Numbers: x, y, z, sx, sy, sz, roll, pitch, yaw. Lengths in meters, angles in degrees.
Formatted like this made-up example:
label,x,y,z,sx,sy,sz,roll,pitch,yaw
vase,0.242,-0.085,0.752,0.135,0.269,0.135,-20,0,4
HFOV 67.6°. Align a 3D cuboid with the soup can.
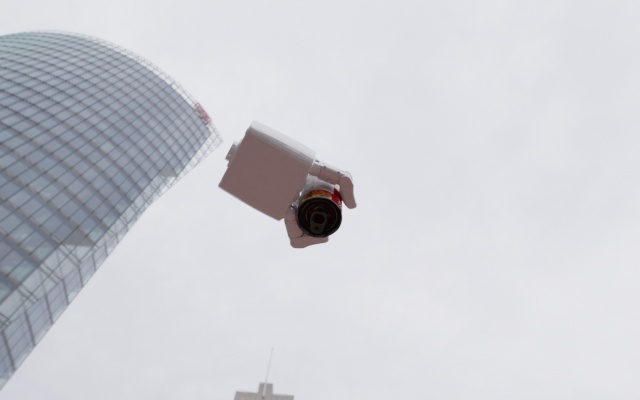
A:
label,x,y,z,sx,sy,sz,roll,pitch,yaw
soup can,0.001,0.002,0.734,0.068,0.068,0.102,0,27,3
